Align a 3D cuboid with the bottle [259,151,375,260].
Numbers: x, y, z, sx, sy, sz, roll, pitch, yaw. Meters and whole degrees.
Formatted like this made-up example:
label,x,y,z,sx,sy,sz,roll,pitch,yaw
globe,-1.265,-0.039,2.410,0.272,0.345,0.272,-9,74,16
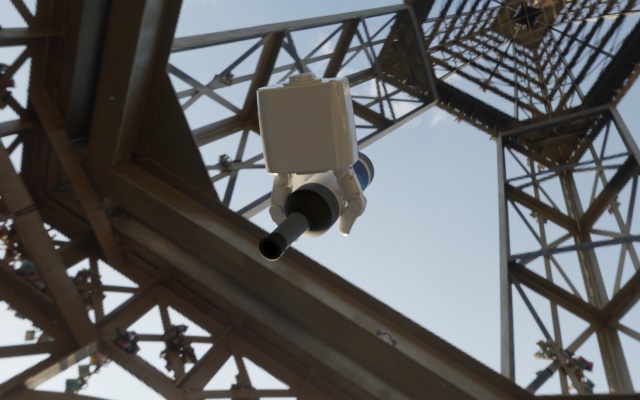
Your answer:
label,x,y,z,sx,sy,sz,roll,pitch,yaw
bottle,0.000,0.002,0.636,0.069,0.069,0.295,0,20,23
